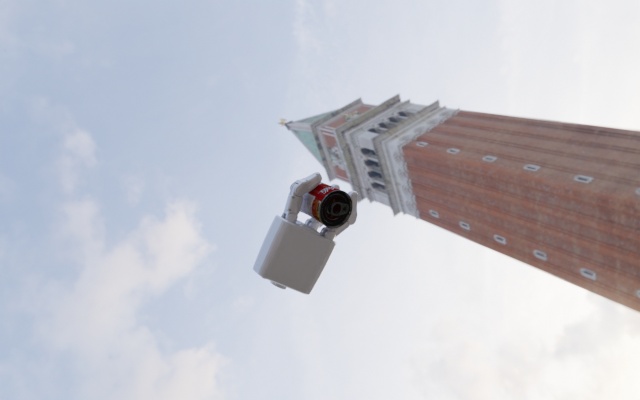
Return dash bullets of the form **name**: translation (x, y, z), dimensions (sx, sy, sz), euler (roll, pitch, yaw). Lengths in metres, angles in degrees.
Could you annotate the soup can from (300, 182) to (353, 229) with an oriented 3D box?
- **soup can**: translation (0.000, 0.002, 0.847), dimensions (0.068, 0.068, 0.102), euler (0, 15, -33)
